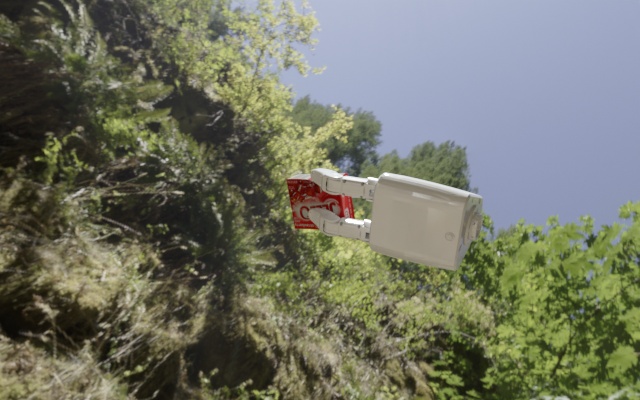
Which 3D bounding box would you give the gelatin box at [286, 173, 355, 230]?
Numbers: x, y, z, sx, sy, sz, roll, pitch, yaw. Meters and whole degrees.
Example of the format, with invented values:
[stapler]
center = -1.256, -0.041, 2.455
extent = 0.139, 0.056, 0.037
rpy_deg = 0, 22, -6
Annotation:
[gelatin box]
center = 0.000, 0.002, 0.649
extent = 0.089, 0.073, 0.030
rpy_deg = 1, 17, 36
